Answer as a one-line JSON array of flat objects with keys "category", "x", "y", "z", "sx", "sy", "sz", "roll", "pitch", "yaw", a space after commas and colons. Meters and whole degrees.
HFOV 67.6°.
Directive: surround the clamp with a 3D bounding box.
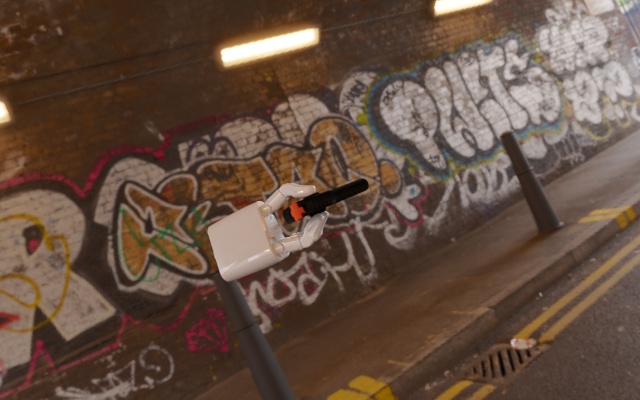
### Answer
[{"category": "clamp", "x": -0.001, "y": 0.002, "z": 0.819, "sx": 0.164, "sy": 0.036, "sz": 0.210, "roll": -24, "pitch": -1, "yaw": 11}]
